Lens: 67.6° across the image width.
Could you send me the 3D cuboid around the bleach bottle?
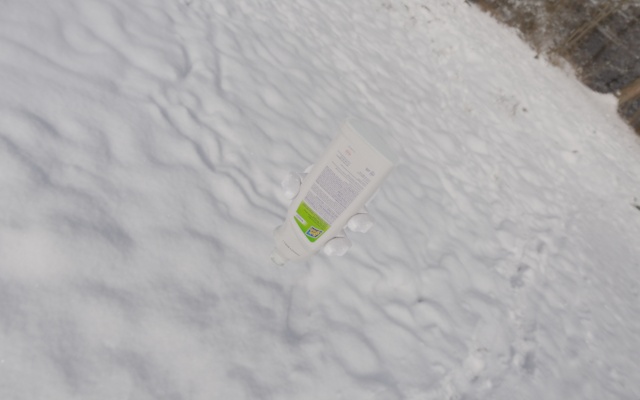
[{"bbox_3d":[0.000,0.002,0.714,0.251,0.102,0.068,-48,-7,24],"label":"bleach bottle"}]
